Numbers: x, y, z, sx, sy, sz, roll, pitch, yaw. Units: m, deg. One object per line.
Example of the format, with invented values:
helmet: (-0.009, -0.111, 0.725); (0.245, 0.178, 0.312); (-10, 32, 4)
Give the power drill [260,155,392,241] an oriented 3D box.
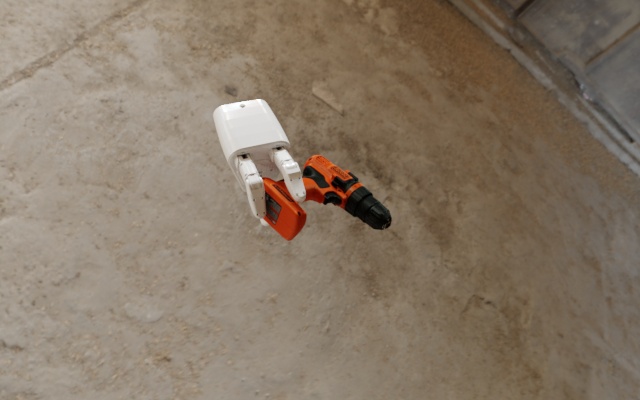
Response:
power drill: (0.000, 0.002, 0.748); (0.184, 0.057, 0.187); (38, 34, 28)
